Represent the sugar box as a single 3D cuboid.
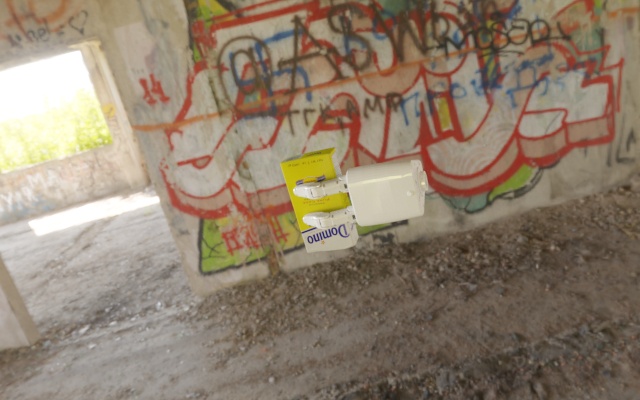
[{"bbox_3d":[0.000,0.003,0.835,0.093,0.176,0.048,-10,18,20],"label":"sugar box"}]
